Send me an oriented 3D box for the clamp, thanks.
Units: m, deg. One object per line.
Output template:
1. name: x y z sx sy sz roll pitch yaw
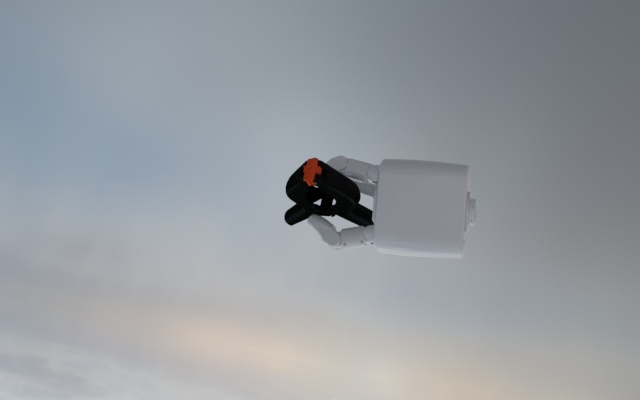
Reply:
1. clamp: 0.000 0.003 0.630 0.164 0.036 0.210 3 -21 20
